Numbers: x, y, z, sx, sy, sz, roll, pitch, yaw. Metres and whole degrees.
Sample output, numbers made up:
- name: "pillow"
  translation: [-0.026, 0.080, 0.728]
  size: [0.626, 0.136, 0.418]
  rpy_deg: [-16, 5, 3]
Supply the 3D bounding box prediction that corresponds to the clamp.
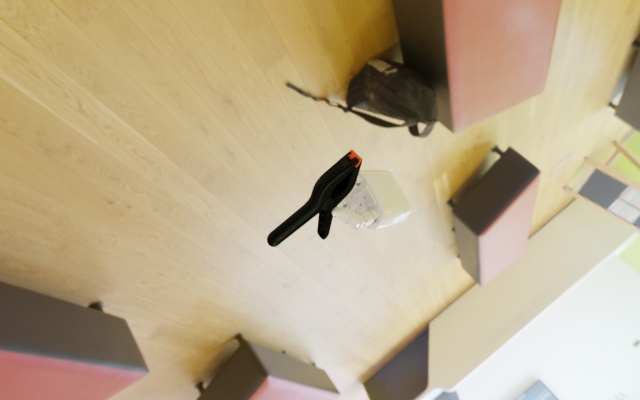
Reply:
- name: "clamp"
  translation: [0.001, 0.003, 0.833]
  size: [0.164, 0.210, 0.036]
  rpy_deg: [-11, 50, -50]
